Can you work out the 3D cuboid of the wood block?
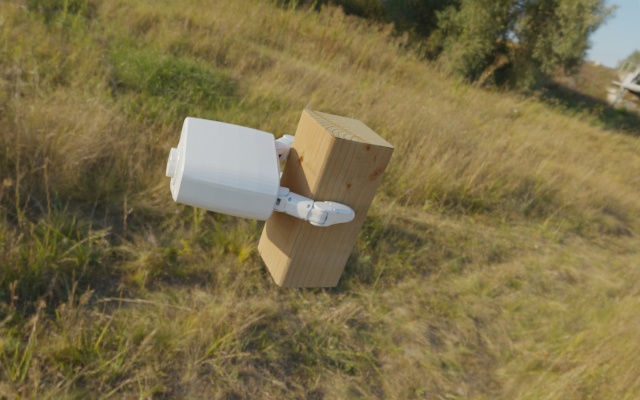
[{"bbox_3d":[0.000,0.002,0.611,0.090,0.206,0.090,6,27,-31],"label":"wood block"}]
